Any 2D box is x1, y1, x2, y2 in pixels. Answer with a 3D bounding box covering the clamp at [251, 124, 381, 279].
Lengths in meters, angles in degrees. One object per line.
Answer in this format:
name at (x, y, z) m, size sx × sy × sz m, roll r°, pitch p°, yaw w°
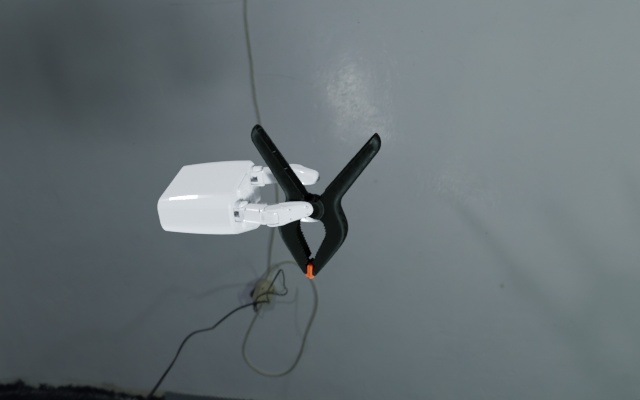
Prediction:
clamp at (0.000, 0.003, 0.620) m, size 0.164 × 0.210 × 0.036 m, roll -1°, pitch 19°, yaw 14°
